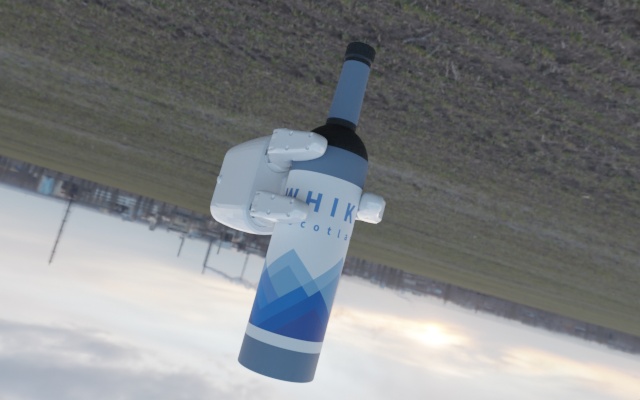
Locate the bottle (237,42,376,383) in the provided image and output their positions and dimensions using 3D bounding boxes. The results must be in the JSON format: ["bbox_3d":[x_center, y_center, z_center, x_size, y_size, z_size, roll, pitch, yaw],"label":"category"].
[{"bbox_3d":[0.000,0.002,0.421,0.069,0.295,0.069,15,-8,2],"label":"bottle"}]
